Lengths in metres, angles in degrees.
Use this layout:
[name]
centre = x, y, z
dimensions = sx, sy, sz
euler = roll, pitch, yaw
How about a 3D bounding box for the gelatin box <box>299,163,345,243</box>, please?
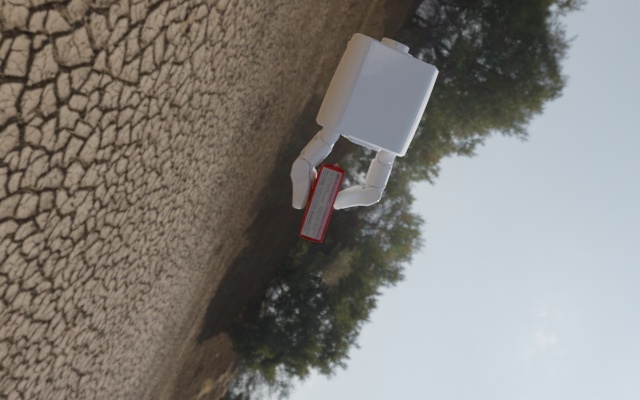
[gelatin box]
centre = 0.000, 0.002, 0.570
dimensions = 0.030, 0.089, 0.073
euler = 18, 0, -2
